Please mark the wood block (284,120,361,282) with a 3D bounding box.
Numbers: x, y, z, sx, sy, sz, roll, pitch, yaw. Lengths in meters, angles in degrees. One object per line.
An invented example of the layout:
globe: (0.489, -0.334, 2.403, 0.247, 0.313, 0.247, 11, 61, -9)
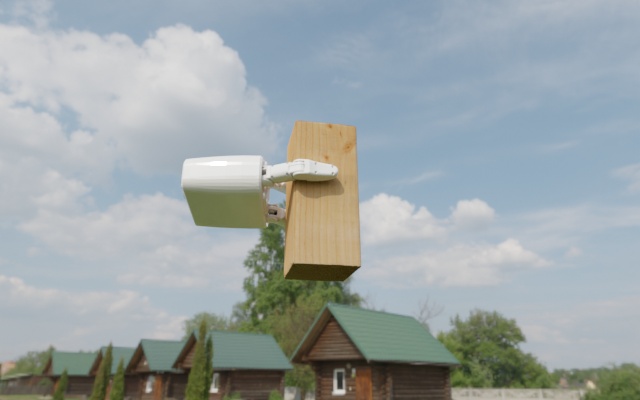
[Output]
wood block: (0.000, 0.002, 0.673, 0.090, 0.206, 0.091, 4, -22, -11)
